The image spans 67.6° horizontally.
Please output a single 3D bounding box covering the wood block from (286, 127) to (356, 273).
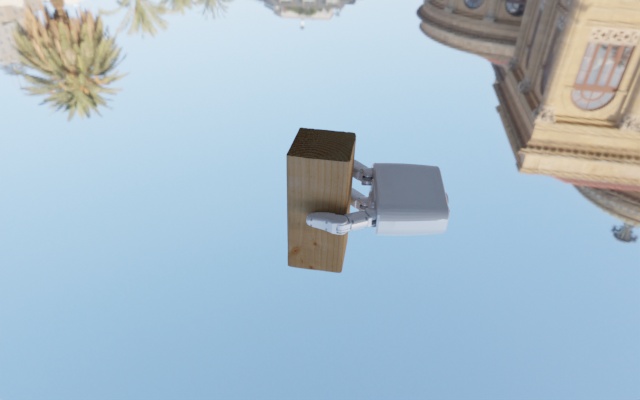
[{"bbox_3d":[0.000,0.003,0.740,0.090,0.206,0.090,7,35,7],"label":"wood block"}]
